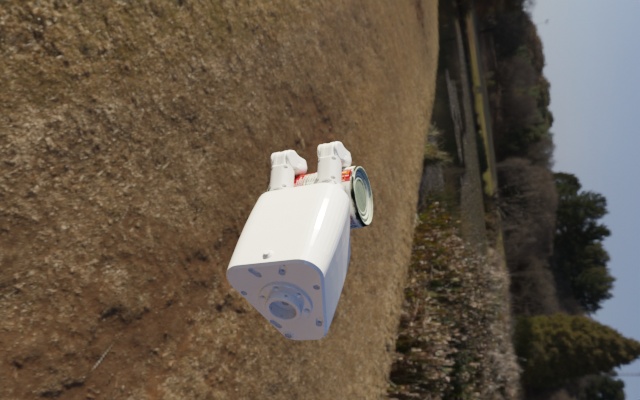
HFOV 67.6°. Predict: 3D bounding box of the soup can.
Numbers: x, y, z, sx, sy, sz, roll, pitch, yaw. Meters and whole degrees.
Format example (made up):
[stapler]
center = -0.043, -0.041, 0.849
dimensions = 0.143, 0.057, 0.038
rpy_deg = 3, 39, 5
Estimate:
[soup can]
center = 0.000, 0.001, 0.530
dimensions = 0.102, 0.068, 0.068
rpy_deg = -9, -3, 22
